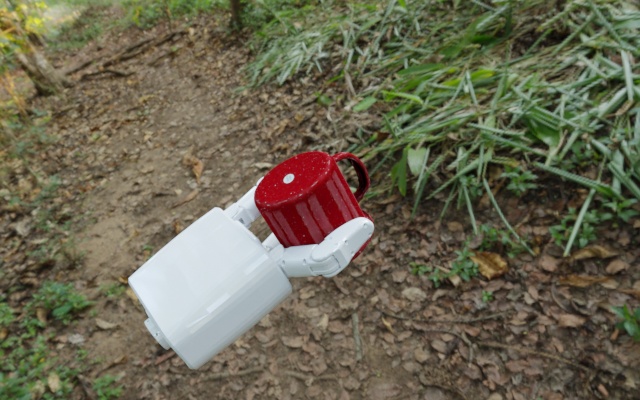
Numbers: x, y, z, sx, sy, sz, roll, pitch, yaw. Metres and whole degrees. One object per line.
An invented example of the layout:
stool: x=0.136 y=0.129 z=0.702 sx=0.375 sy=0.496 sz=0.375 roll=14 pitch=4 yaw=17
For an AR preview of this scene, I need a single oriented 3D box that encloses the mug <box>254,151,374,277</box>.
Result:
mug: x=0.001 y=0.000 z=0.445 sx=0.117 sy=0.081 sz=0.093 roll=-41 pitch=32 yaw=-18
